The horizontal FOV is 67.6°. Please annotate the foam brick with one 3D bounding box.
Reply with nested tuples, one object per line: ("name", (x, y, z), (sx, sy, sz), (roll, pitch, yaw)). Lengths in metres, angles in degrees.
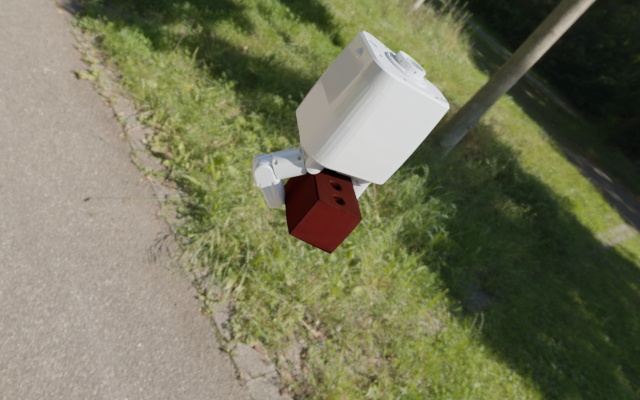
("foam brick", (0.000, 0.002, 0.474), (0.053, 0.051, 0.078), (26, 31, -28))
